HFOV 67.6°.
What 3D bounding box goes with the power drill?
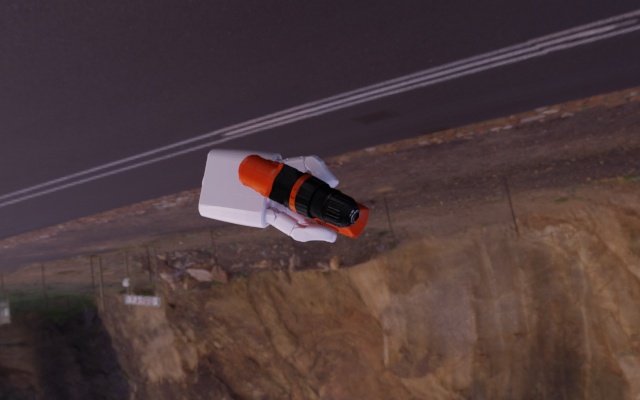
[{"bbox_3d":[0.000,0.002,0.665,0.184,0.057,0.188,26,-2,30],"label":"power drill"}]
